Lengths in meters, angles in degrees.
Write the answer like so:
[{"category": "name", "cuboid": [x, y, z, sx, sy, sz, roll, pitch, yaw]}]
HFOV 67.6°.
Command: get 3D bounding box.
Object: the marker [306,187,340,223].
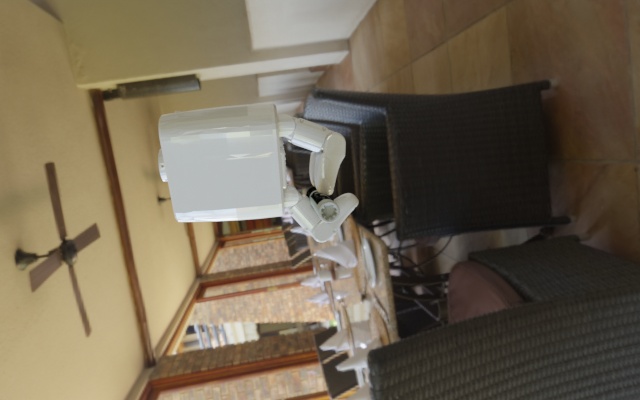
[{"category": "marker", "cuboid": [0.000, 0.002, 0.461, 0.020, 0.020, 0.121, 0, 8, -7]}]
